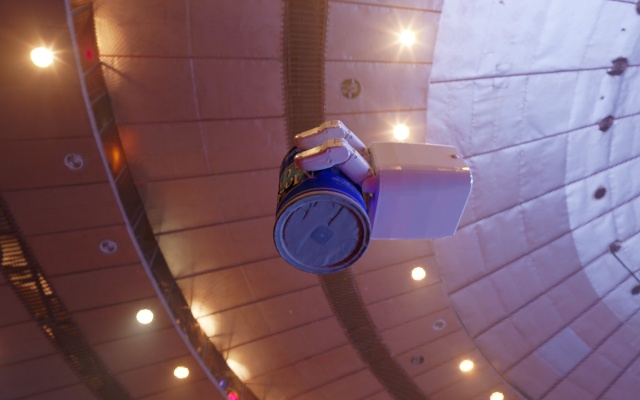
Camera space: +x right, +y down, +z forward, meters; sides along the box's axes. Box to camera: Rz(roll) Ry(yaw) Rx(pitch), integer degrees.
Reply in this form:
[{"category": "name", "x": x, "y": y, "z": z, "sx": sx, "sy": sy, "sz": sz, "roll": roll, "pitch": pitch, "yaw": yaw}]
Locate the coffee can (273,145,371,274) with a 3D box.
[{"category": "coffee can", "x": 0.000, "y": 0.002, "z": 0.556, "sx": 0.103, "sy": 0.103, "sz": 0.140, "roll": 0, "pitch": 31, "yaw": -2}]
